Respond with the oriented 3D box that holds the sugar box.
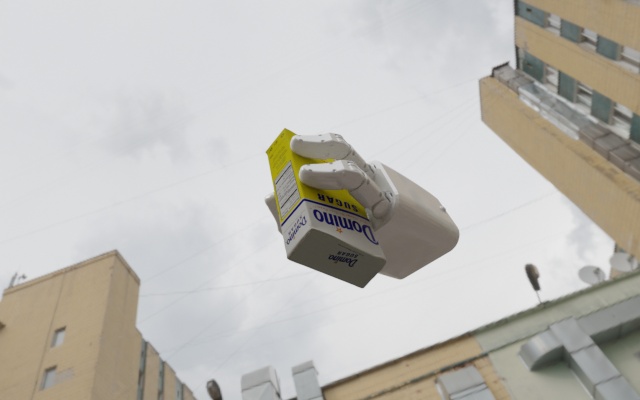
[{"bbox_3d":[0.000,0.001,0.491,0.093,0.048,0.176,26,25,-30],"label":"sugar box"}]
